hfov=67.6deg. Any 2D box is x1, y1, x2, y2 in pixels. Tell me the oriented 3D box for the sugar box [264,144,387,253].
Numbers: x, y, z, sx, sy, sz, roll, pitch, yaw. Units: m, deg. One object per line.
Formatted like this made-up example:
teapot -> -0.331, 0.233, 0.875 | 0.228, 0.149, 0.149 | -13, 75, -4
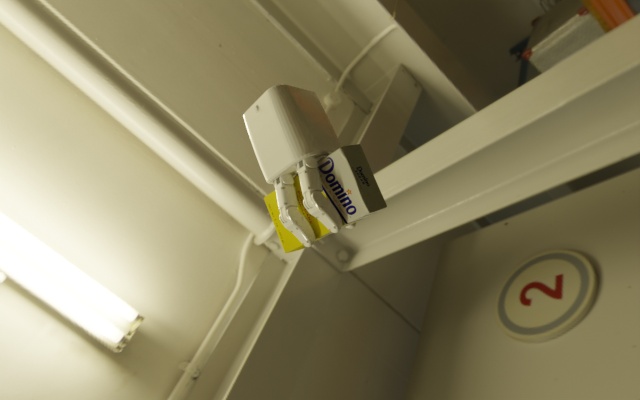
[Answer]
sugar box -> 0.000, 0.002, 0.658 | 0.048, 0.093, 0.176 | -15, -11, -44
